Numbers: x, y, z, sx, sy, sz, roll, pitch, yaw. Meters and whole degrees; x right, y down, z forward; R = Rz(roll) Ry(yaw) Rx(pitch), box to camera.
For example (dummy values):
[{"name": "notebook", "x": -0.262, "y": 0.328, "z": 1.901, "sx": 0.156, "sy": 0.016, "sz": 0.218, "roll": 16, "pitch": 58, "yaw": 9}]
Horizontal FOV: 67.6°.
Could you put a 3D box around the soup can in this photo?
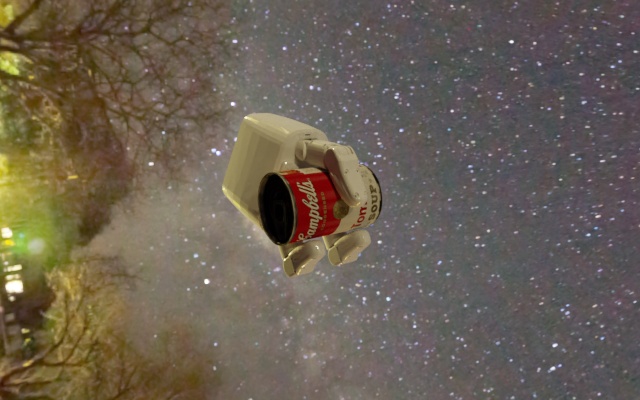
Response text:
[{"name": "soup can", "x": 0.001, "y": 0.002, "z": 0.460, "sx": 0.102, "sy": 0.068, "sz": 0.068, "roll": -9, "pitch": 5, "yaw": -33}]
